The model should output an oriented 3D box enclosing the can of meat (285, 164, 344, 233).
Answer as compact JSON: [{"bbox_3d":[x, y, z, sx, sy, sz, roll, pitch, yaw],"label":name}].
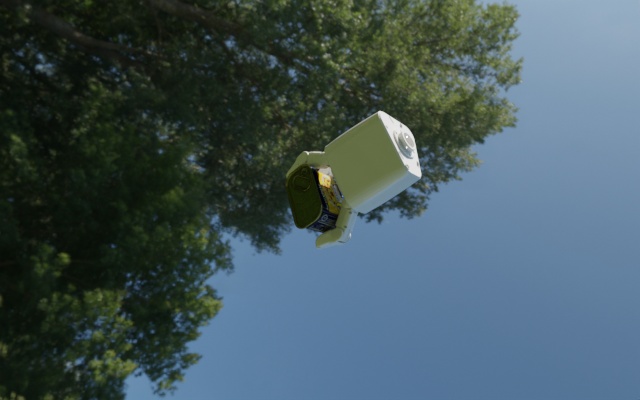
[{"bbox_3d":[0.000,0.003,0.752,0.057,0.102,0.084,-36,-36,30],"label":"can of meat"}]
